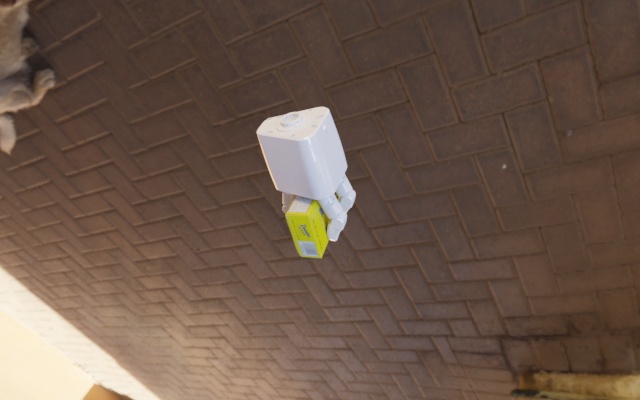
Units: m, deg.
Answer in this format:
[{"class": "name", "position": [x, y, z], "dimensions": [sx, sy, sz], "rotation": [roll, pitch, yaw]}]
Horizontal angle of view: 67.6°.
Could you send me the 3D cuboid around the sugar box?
[{"class": "sugar box", "position": [0.001, 0.003, 0.799], "dimensions": [0.048, 0.093, 0.176], "rotation": [3, 41, 23]}]
